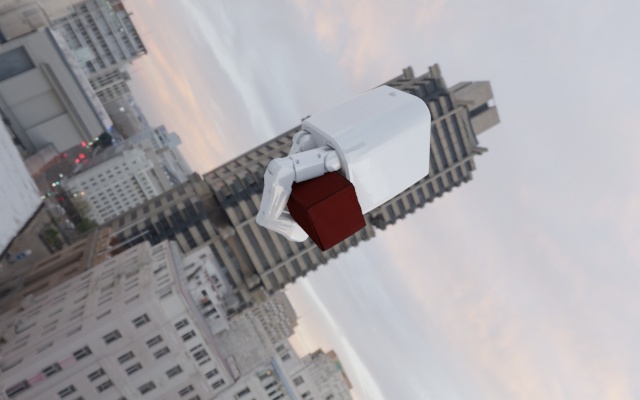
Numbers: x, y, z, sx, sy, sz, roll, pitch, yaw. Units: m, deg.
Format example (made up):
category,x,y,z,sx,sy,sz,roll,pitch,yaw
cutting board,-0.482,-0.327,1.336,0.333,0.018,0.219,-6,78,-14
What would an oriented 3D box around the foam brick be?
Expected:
category,x,y,z,sx,sy,sz,roll,pitch,yaw
foam brick,0.000,0.002,0.467,0.051,0.053,0.078,-28,34,-13
